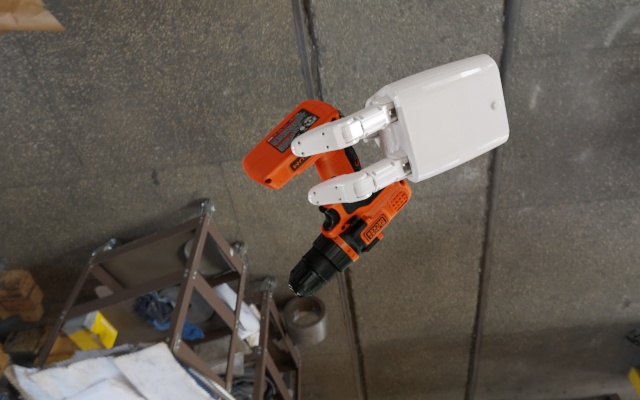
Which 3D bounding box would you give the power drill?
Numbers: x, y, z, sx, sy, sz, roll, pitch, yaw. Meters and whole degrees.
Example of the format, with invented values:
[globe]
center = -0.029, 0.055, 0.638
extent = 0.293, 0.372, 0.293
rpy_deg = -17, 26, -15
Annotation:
[power drill]
center = 0.000, 0.001, 0.514
extent = 0.057, 0.184, 0.188
rpy_deg = 35, -11, 46
